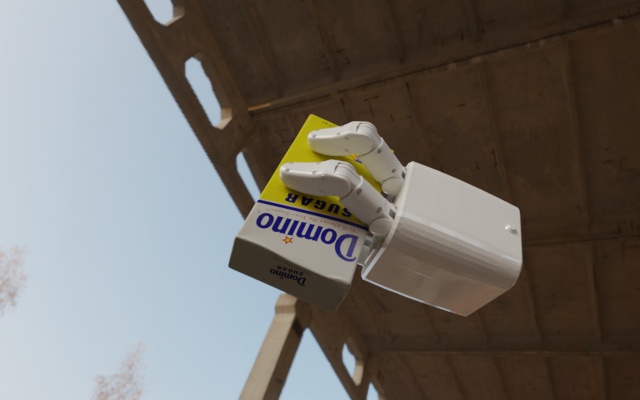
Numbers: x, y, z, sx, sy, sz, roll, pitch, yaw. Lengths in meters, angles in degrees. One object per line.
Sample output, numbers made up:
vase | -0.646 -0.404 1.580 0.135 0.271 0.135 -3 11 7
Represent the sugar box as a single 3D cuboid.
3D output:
sugar box | 0.000 0.001 0.413 0.093 0.048 0.176 23 42 0
